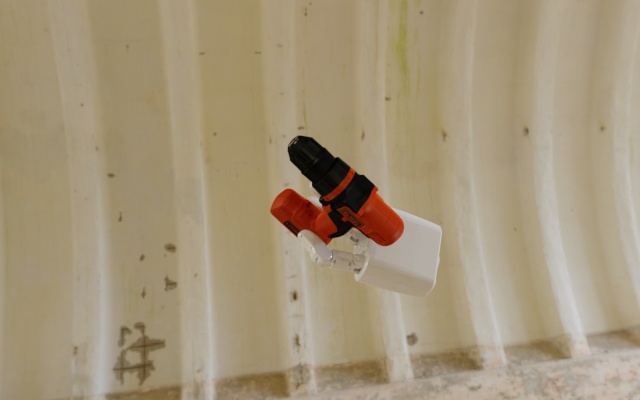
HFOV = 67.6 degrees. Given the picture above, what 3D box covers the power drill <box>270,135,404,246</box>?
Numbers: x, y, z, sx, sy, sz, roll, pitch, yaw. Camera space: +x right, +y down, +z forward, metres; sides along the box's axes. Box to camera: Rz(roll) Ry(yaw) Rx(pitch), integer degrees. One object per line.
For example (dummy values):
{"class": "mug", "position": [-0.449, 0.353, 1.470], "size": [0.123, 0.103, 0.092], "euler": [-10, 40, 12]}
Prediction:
{"class": "power drill", "position": [0.000, 0.002, 0.654], "size": [0.184, 0.057, 0.188], "euler": [44, -26, -13]}
